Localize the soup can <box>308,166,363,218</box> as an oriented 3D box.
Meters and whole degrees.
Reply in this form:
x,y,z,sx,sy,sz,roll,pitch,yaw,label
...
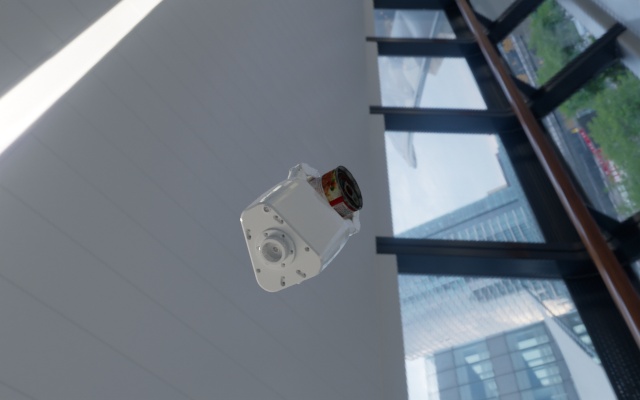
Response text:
x,y,z,sx,sy,sz,roll,pitch,yaw,label
0.000,0.002,0.684,0.102,0.068,0.068,-26,-11,24,soup can
